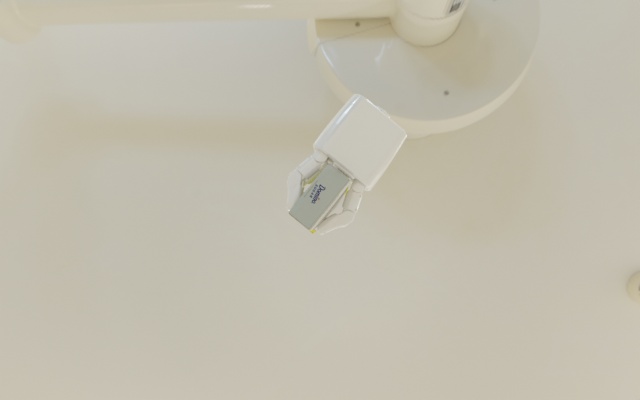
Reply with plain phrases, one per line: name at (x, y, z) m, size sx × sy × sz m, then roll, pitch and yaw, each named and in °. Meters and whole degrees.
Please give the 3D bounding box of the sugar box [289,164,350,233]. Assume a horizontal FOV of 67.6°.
sugar box at (0.000, 0.002, 0.744) m, size 0.048 × 0.093 × 0.176 m, roll 39°, pitch -4°, yaw 7°
